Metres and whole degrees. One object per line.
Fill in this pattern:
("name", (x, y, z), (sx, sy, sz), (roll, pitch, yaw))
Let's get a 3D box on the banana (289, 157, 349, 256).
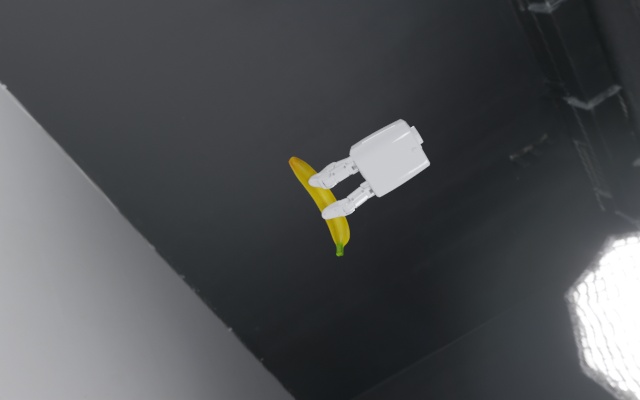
("banana", (0.006, 0.003, 0.880), (0.037, 0.198, 0.069), (-29, 0, 15))
